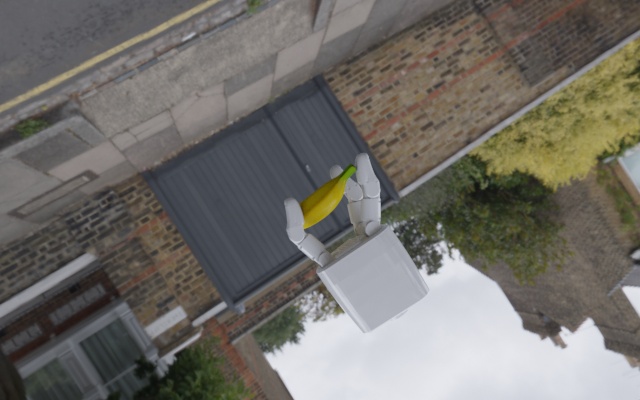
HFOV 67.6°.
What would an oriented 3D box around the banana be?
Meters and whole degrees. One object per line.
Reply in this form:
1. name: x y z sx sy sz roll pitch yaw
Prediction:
1. banana: -0.011 0.011 0.681 0.069 0.037 0.198 -39 2 -31
